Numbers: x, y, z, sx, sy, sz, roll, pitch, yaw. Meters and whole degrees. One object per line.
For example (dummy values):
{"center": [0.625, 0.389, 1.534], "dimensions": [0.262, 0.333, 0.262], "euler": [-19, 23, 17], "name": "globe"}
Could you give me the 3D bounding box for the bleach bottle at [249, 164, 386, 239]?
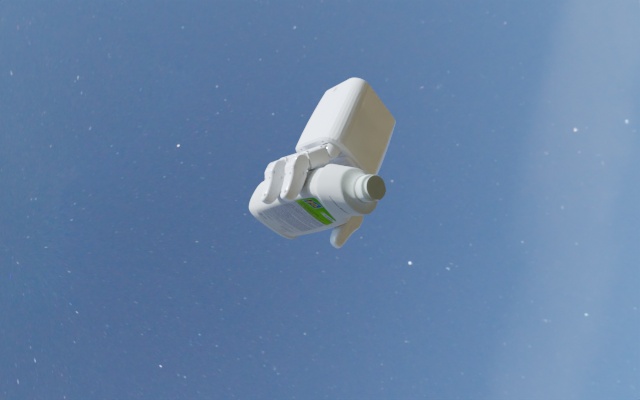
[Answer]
{"center": [0.000, 0.002, 0.638], "dimensions": [0.102, 0.068, 0.251], "euler": [35, -23, -25], "name": "bleach bottle"}
